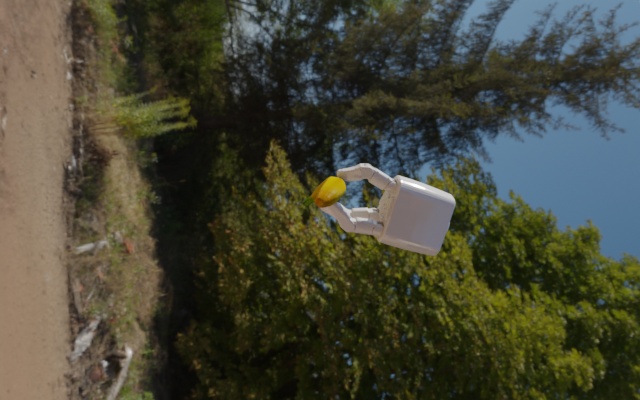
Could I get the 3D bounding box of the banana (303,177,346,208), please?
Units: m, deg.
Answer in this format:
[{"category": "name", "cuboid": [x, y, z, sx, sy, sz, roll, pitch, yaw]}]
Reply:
[{"category": "banana", "cuboid": [0.012, -0.011, 0.785, 0.037, 0.069, 0.198, 43, -6, -3]}]
